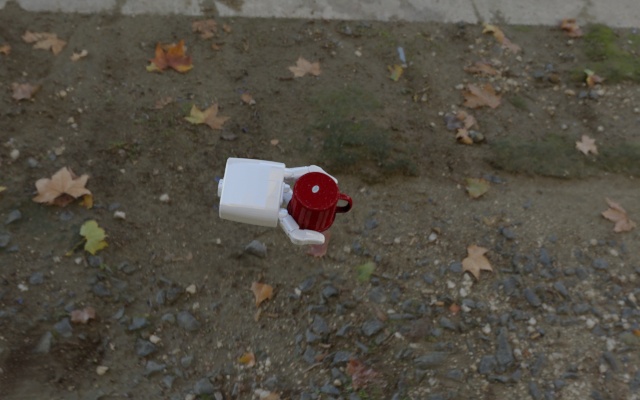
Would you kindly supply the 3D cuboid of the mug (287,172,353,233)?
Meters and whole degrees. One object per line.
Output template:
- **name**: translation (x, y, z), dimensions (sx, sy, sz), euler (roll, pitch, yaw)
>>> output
- **mug**: translation (0.002, 0.003, 0.861), dimensions (0.117, 0.093, 0.081), euler (7, -30, -5)
